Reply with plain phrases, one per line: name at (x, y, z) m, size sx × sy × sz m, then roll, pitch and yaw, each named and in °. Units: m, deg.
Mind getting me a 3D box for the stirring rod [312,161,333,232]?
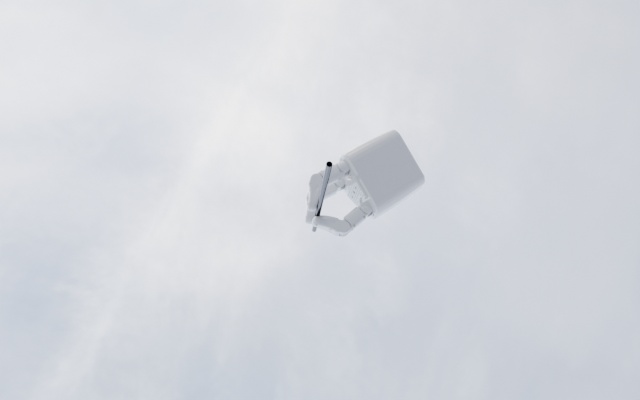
stirring rod at (0.000, 0.002, 0.703) m, size 0.011 × 0.011 × 0.240 m, roll 0°, pitch -23°, yaw -6°
